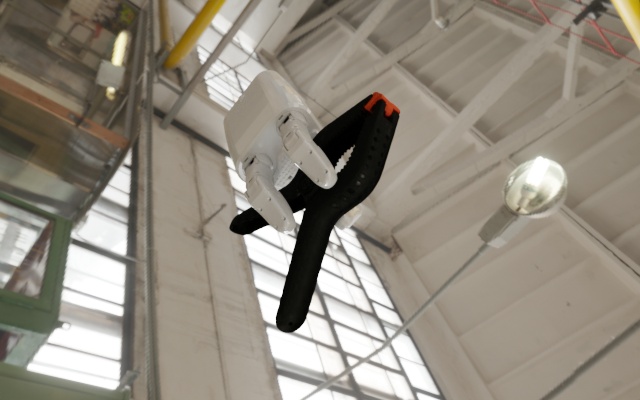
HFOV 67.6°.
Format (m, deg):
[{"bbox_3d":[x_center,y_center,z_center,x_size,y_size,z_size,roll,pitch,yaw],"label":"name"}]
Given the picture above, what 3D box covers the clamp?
[{"bbox_3d":[0.001,0.001,0.426,0.036,0.210,0.164,29,20,-38],"label":"clamp"}]
